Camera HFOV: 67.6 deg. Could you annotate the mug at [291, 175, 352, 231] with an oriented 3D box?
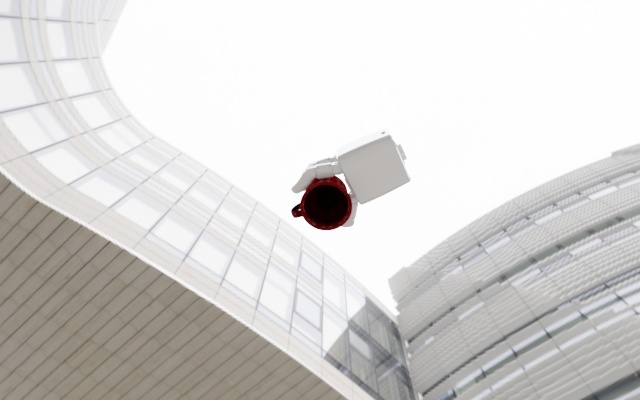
[{"bbox_3d":[-0.001,0.003,0.885,0.117,0.093,0.081,-23,17,9],"label":"mug"}]
